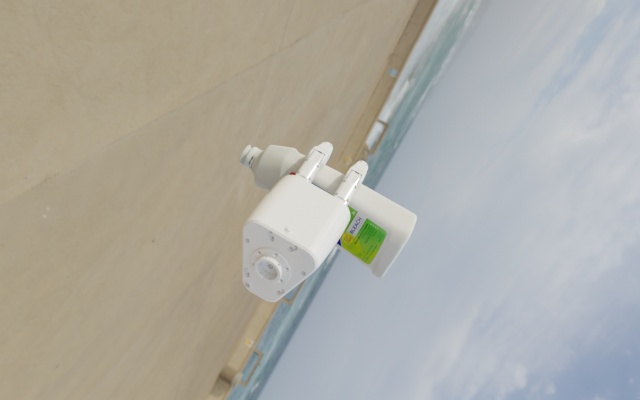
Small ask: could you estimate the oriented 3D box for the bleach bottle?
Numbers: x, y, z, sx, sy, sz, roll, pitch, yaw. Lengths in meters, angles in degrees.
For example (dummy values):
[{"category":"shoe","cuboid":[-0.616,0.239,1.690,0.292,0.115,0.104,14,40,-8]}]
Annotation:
[{"category":"bleach bottle","cuboid":[0.000,0.002,0.662,0.251,0.103,0.068,29,36,5]}]
